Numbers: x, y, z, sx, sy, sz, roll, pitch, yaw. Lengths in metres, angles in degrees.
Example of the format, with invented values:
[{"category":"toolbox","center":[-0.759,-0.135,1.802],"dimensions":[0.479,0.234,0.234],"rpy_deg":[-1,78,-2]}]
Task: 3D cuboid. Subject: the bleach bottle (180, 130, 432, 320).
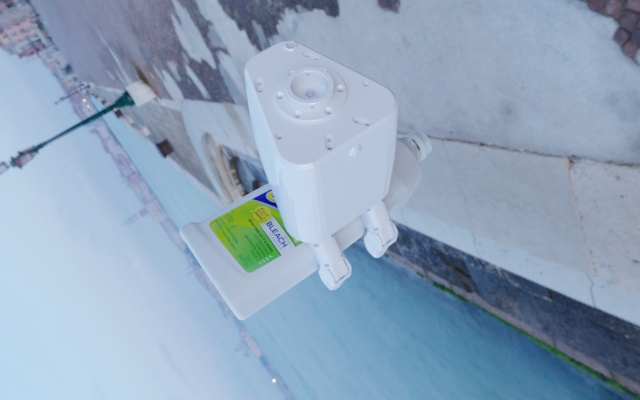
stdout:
[{"category":"bleach bottle","center":[0.000,0.002,0.463],"dimensions":[0.251,0.102,0.068],"rpy_deg":[-34,-26,-15]}]
